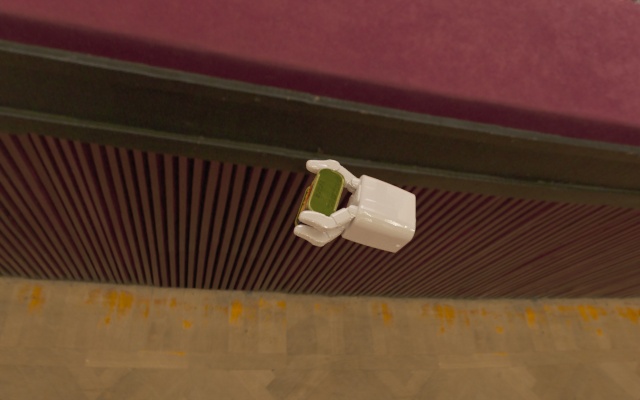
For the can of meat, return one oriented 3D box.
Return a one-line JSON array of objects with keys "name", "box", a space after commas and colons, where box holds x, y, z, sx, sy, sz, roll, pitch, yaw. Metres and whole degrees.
[{"name": "can of meat", "box": [0.000, 0.003, 0.852, 0.057, 0.102, 0.084, 22, -29, -6]}]
